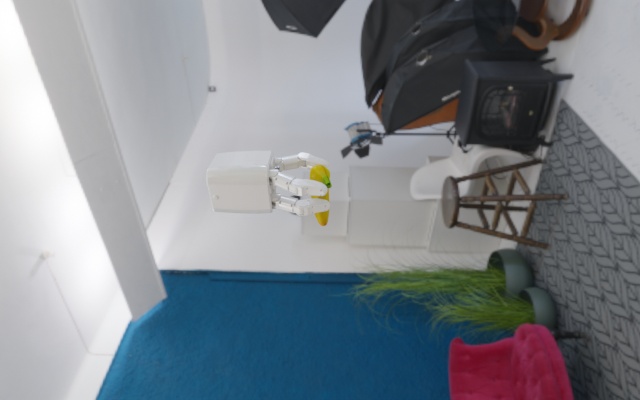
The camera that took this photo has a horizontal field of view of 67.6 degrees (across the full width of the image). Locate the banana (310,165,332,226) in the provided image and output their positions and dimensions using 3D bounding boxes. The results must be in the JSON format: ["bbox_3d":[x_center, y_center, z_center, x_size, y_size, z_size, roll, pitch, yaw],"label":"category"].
[{"bbox_3d":[-0.001,-0.016,0.887,0.037,0.069,0.198,-3,-23,-1],"label":"banana"}]
